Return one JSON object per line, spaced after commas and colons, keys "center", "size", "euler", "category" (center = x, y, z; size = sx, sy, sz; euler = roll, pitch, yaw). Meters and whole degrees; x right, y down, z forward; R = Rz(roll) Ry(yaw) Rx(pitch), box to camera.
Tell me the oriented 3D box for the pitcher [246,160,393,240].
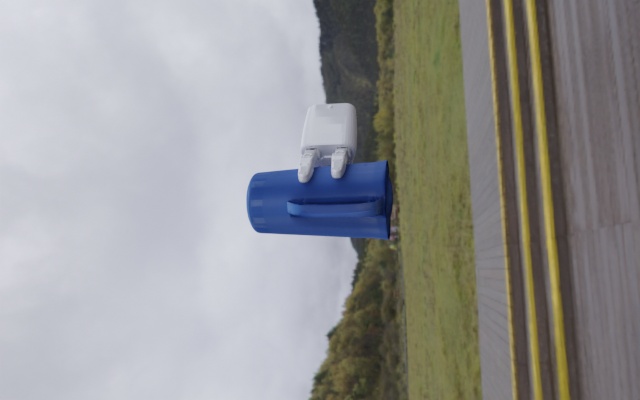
{"center": [0.000, 0.003, 0.812], "size": [0.243, 0.145, 0.149], "euler": [-2, -35, 11], "category": "pitcher"}
